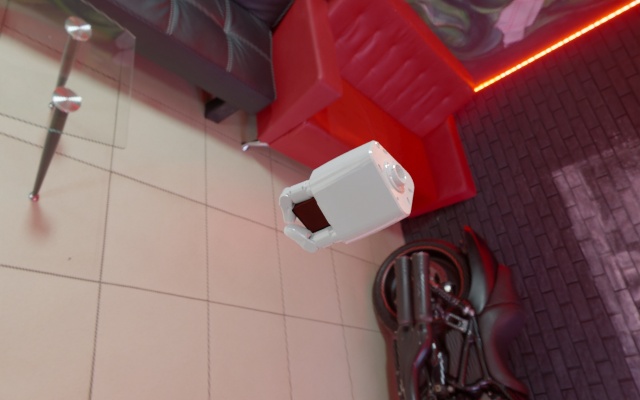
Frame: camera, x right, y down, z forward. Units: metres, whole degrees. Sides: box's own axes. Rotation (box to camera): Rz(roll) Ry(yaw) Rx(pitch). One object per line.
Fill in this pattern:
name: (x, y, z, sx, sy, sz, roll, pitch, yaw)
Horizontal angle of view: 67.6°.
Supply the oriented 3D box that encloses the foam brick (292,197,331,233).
foam brick: (0.000, 0.002, 0.731, 0.051, 0.053, 0.078, -26, 25, 31)
